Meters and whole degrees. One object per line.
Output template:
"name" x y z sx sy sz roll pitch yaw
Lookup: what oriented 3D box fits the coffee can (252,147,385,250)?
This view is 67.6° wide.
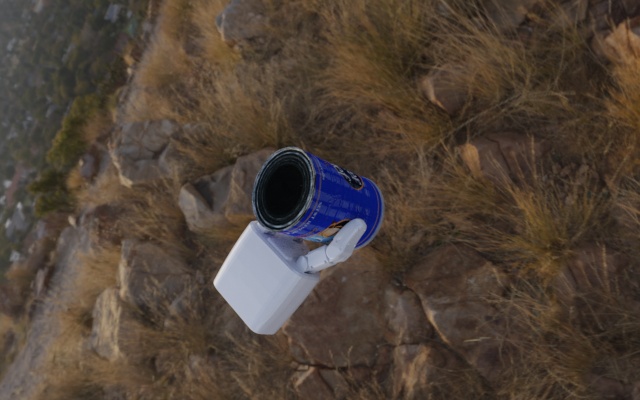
"coffee can" 0.000 0.002 0.602 0.103 0.103 0.140 0 -13 42
